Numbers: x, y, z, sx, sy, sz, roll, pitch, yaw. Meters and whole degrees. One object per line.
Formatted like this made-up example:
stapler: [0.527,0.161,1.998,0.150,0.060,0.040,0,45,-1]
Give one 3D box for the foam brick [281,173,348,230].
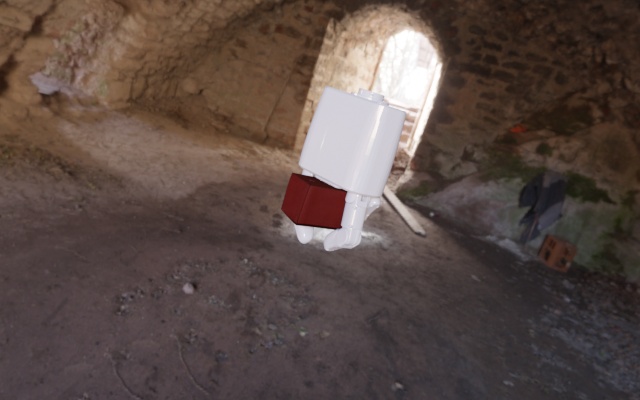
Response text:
foam brick: [0.000,0.002,0.587,0.078,0.051,0.053,9,16,-31]
